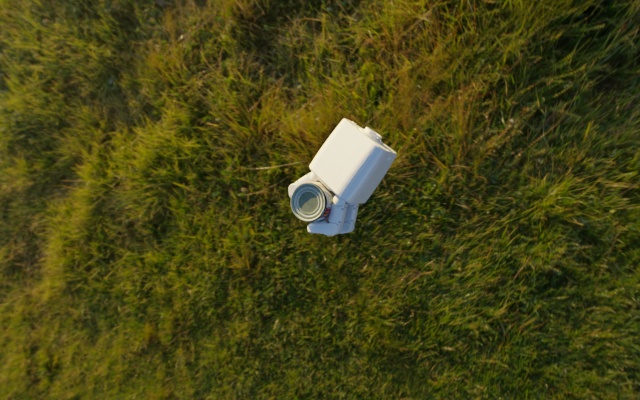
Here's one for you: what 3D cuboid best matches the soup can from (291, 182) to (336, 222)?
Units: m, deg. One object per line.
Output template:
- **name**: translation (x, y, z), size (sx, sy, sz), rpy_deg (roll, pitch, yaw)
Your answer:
- **soup can**: translation (0.000, 0.003, 0.834), size (0.068, 0.068, 0.102), rpy_deg (0, 0, 25)
